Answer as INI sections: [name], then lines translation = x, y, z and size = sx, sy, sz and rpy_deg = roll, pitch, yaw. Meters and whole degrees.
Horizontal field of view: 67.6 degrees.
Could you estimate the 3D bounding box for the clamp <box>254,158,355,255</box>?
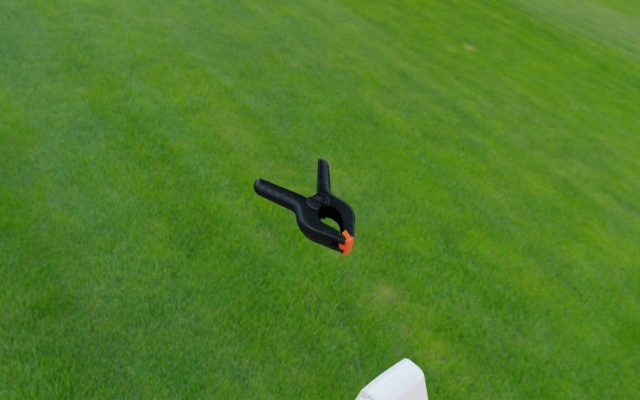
[clamp]
translation = 0.000, 0.002, 0.667
size = 0.120, 0.039, 0.171
rpy_deg = -32, 58, -25
